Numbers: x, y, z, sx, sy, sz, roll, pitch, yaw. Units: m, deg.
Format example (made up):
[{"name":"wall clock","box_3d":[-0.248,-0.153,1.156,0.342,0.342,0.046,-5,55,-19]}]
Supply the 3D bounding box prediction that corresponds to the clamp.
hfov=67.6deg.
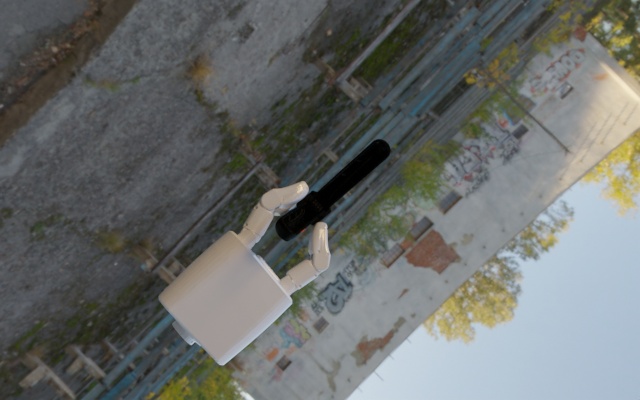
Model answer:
[{"name":"clamp","box_3d":[0.000,0.003,0.593,0.164,0.036,0.210,-39,-2,-16]}]
